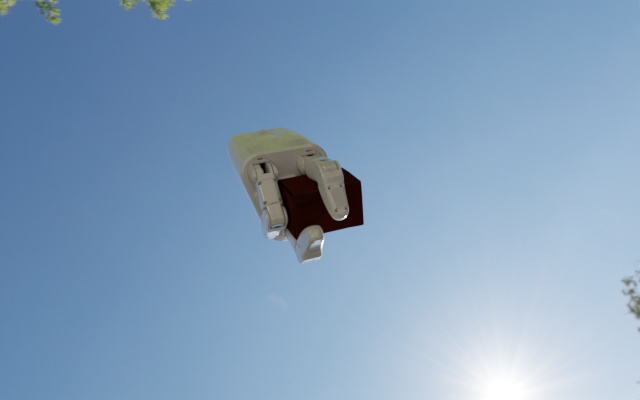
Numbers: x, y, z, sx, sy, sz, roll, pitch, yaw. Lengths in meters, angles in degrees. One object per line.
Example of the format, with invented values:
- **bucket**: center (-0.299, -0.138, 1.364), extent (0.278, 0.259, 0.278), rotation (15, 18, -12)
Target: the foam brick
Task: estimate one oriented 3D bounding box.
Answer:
- **foam brick**: center (0.000, 0.002, 0.510), extent (0.078, 0.053, 0.051), rotation (-11, 24, -18)
